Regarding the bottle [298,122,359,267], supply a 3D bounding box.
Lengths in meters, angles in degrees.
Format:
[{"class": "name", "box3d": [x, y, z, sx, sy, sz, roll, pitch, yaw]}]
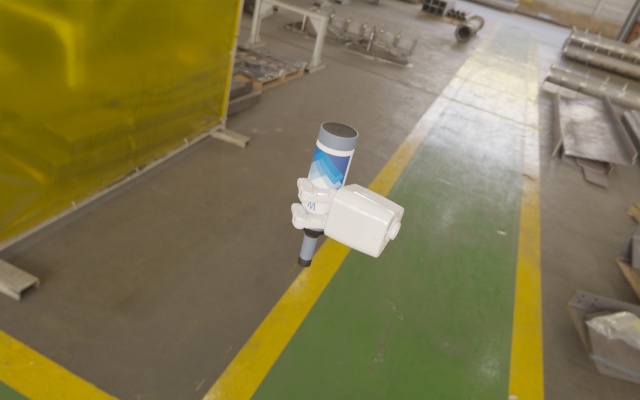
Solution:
[{"class": "bottle", "box3d": [0.000, 0.003, 0.886, 0.069, 0.296, 0.069, 11, 30, -7]}]
